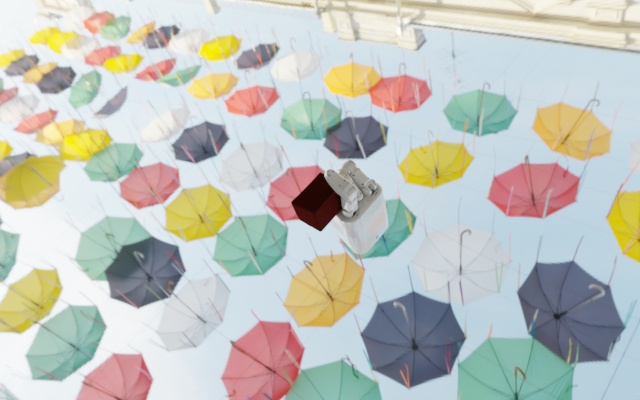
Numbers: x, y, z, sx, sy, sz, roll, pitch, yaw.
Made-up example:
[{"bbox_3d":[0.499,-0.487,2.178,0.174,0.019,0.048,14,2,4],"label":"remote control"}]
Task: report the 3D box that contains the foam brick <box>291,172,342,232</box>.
[{"bbox_3d":[0.000,0.003,0.796,0.053,0.078,0.051,28,-28,33],"label":"foam brick"}]
